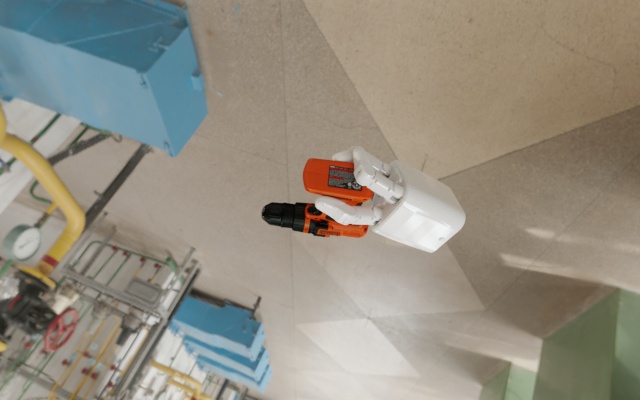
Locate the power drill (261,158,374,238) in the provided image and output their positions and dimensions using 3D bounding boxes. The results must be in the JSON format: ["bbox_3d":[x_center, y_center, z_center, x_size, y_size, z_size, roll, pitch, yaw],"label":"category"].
[{"bbox_3d":[0.000,0.002,0.757,0.184,0.057,0.188,6,-24,-6],"label":"power drill"}]
